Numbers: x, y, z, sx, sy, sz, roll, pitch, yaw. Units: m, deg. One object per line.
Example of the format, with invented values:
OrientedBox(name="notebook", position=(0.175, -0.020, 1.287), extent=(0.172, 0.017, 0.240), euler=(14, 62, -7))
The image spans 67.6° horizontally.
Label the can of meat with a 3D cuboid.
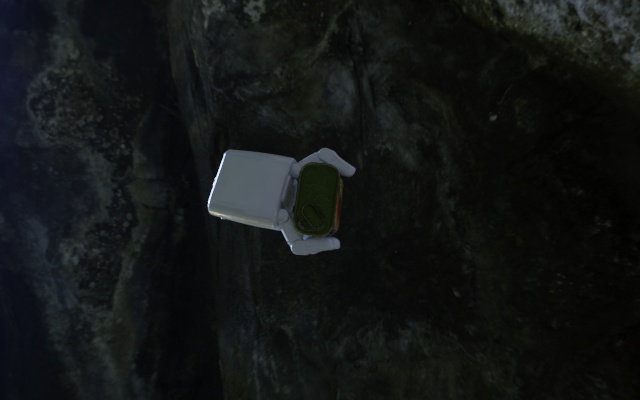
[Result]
OrientedBox(name="can of meat", position=(0.000, 0.002, 0.696), extent=(0.057, 0.102, 0.084), euler=(7, -5, 9))
